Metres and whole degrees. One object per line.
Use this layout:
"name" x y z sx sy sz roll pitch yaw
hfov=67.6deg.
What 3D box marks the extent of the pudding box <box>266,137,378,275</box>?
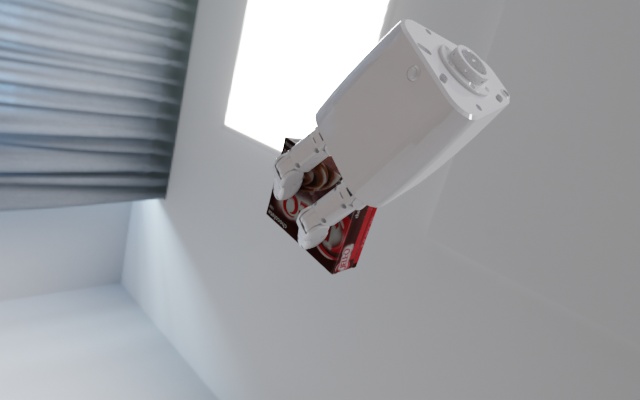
"pudding box" 0.000 0.001 0.459 0.039 0.090 0.113 -6 34 -40
